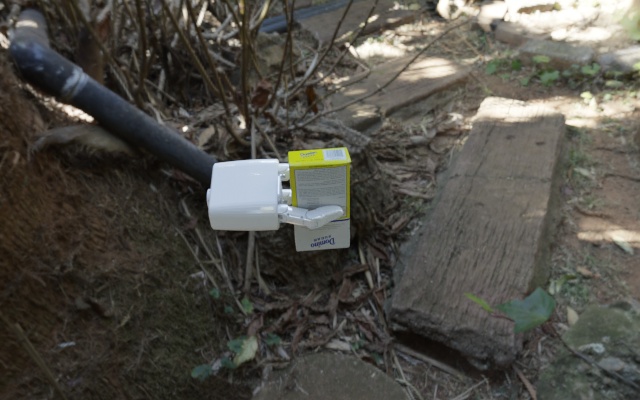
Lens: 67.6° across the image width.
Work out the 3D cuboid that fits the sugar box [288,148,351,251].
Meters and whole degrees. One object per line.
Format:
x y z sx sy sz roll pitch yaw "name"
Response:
0.000 0.002 0.767 0.093 0.176 0.048 -4 41 -3 "sugar box"
